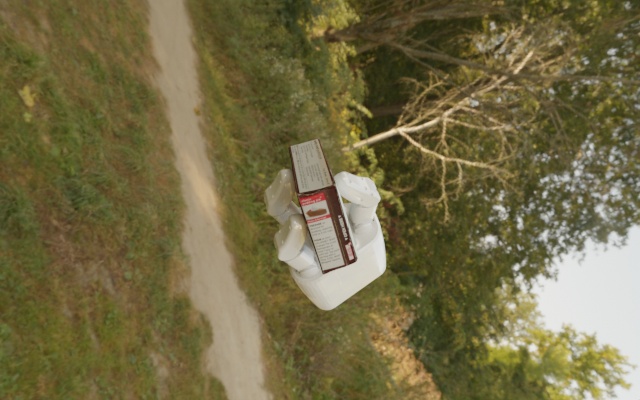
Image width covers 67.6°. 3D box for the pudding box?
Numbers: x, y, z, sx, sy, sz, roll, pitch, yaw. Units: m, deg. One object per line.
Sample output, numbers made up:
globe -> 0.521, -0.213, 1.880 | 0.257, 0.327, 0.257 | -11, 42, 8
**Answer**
pudding box -> 0.000, 0.002, 0.468 | 0.039, 0.090, 0.113 | -18, 29, 0
